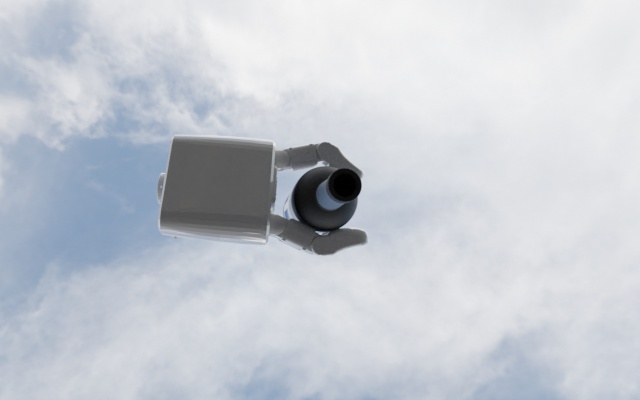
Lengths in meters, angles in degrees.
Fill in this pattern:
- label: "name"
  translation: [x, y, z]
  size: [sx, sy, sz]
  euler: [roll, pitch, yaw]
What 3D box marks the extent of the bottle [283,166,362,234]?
- label: "bottle"
  translation: [0.000, 0.002, 0.519]
  size: [0.069, 0.069, 0.296]
  euler: [0, -5, -8]
